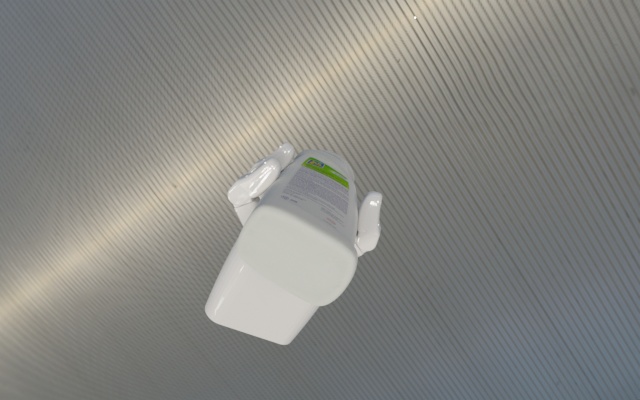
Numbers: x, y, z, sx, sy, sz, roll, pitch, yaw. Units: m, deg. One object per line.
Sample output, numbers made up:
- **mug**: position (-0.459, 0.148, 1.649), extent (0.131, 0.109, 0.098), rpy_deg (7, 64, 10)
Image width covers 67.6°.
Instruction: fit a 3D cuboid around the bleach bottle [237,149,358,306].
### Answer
- **bleach bottle**: position (0.000, 0.002, 0.500), extent (0.102, 0.068, 0.250), rpy_deg (31, 24, -2)
